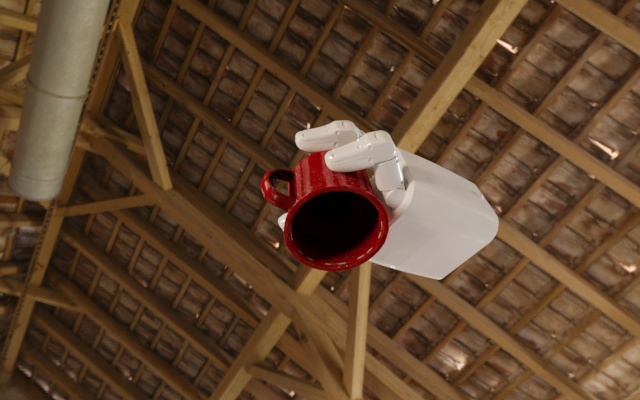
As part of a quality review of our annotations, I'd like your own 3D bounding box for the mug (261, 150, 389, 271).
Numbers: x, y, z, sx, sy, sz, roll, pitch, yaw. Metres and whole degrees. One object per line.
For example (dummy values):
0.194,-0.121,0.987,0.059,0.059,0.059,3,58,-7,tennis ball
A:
-0.001,0.001,0.445,0.117,0.093,0.081,18,29,-17,mug
